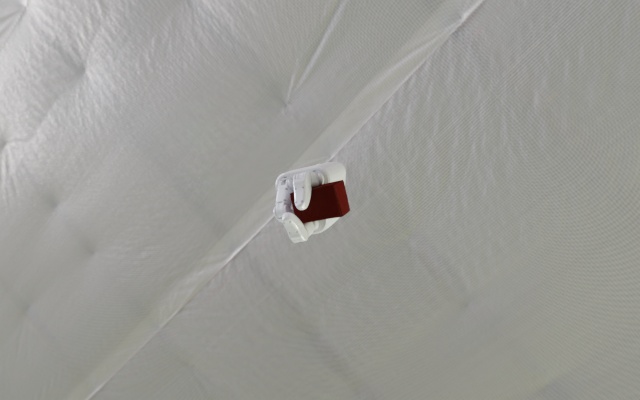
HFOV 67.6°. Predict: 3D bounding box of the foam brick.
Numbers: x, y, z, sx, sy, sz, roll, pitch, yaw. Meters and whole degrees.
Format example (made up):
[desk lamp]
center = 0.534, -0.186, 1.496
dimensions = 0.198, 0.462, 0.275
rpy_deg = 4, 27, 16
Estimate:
[foam brick]
center = 0.000, 0.003, 0.748
dimensions = 0.078, 0.053, 0.051
rpy_deg = -10, 6, 22
